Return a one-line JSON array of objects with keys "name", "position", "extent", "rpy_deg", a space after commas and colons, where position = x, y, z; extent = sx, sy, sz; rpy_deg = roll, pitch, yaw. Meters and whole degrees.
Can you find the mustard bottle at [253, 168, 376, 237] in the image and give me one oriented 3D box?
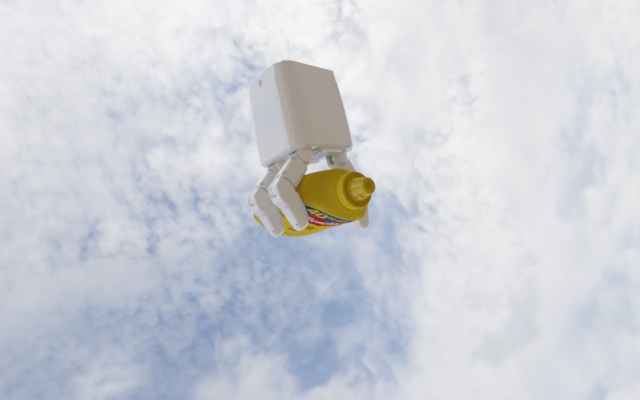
[{"name": "mustard bottle", "position": [0.000, 0.002, 0.577], "extent": [0.096, 0.058, 0.192], "rpy_deg": [20, -22, -28]}]
